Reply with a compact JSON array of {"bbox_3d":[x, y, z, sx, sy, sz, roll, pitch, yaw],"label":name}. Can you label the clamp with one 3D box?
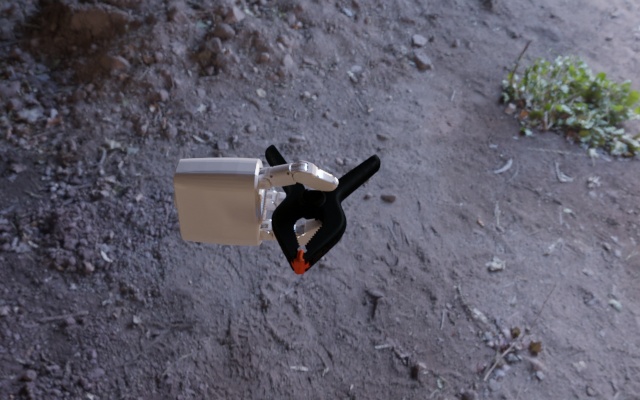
[{"bbox_3d":[0.000,0.002,0.621,0.164,0.209,0.036,0,-43,2],"label":"clamp"}]
